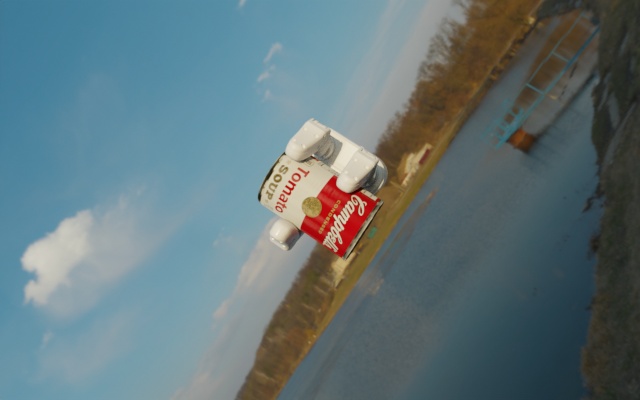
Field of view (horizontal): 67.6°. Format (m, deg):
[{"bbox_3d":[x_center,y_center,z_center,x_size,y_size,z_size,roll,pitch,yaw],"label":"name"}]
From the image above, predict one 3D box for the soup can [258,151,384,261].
[{"bbox_3d":[0.000,0.001,0.457,0.102,0.068,0.068,33,5,8],"label":"soup can"}]
